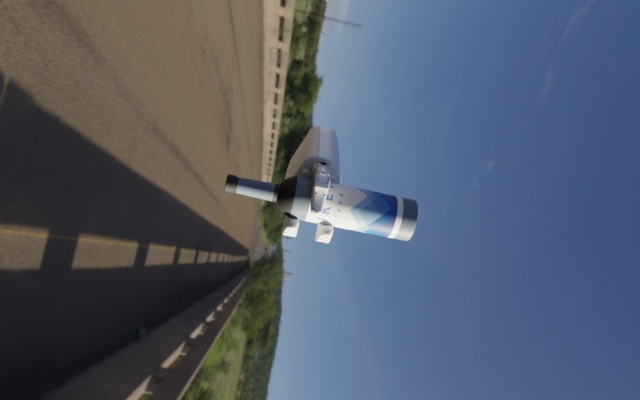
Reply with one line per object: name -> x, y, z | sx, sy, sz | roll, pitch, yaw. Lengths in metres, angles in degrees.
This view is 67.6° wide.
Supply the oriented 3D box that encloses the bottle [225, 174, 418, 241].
bottle -> 0.000, 0.003, 0.742 | 0.296, 0.069, 0.069 | 12, -1, -7
